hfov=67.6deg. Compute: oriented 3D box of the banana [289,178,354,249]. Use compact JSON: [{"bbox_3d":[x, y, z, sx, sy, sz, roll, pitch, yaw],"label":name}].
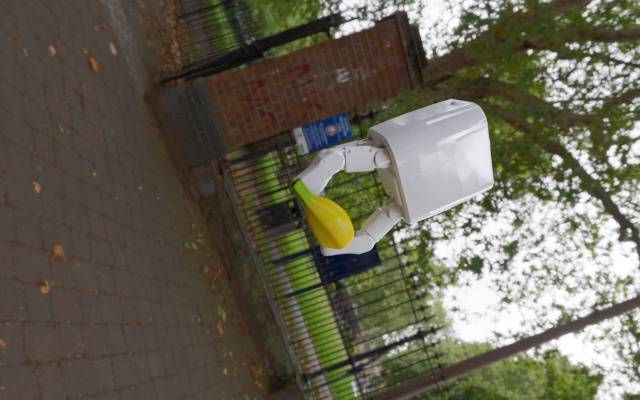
[{"bbox_3d":[0.008,0.018,0.487,0.037,0.069,0.198,-25,-7,0],"label":"banana"}]
